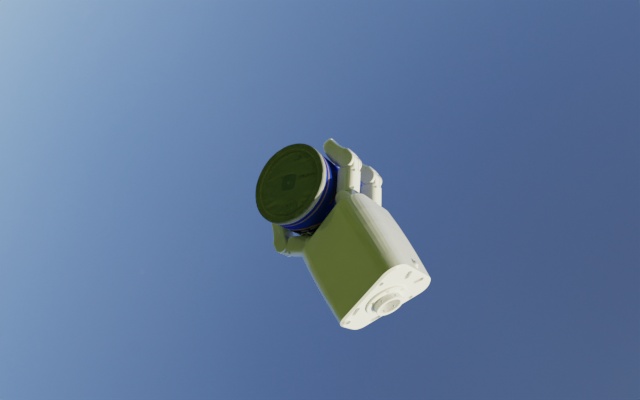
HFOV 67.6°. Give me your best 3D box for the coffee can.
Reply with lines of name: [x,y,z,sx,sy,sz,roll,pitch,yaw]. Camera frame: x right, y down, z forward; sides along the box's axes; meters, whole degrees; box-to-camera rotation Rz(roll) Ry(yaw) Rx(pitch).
coffee can: [0.000,0.002,0.617,0.103,0.102,0.140,0,-20,37]
